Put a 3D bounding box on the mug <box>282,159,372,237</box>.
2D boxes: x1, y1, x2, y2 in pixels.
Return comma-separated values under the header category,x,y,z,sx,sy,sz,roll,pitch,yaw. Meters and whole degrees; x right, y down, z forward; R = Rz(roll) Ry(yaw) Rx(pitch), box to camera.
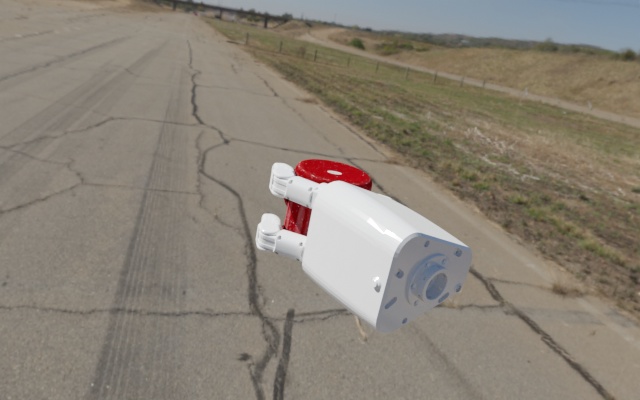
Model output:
category,x,y,z,sx,sy,sz,roll,pitch,yaw
mug,-0.001,0.001,0.513,0.093,0.081,0.117,-4,25,-38
